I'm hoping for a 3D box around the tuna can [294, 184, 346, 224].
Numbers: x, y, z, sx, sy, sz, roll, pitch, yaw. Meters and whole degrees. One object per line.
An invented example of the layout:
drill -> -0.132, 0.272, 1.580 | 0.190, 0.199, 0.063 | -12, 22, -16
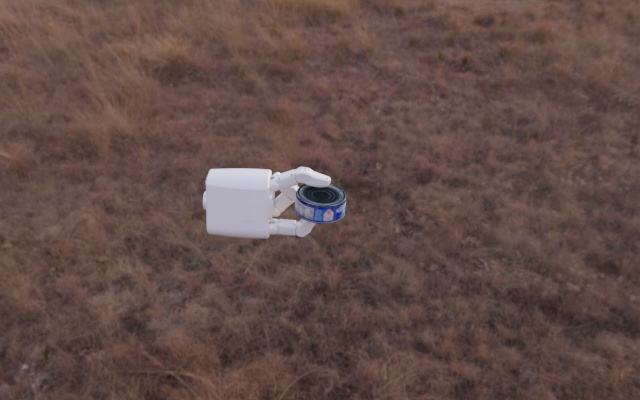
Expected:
tuna can -> 0.000, 0.002, 0.796 | 0.086, 0.034, 0.086 | 5, 29, -3
